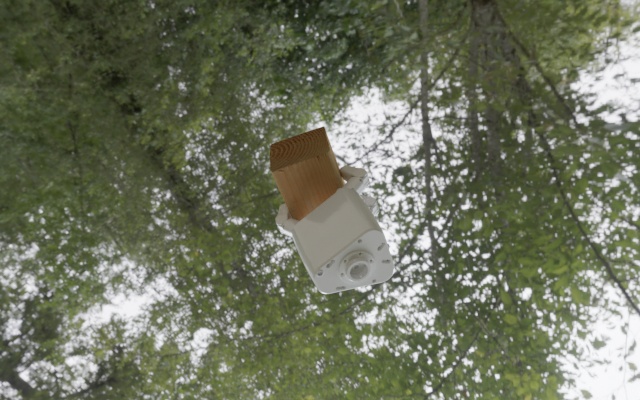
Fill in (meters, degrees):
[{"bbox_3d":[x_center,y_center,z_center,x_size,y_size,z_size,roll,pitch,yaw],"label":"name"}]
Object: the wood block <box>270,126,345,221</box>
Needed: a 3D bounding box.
[{"bbox_3d":[0.000,0.003,0.752,0.091,0.206,0.090,-18,33,5],"label":"wood block"}]
